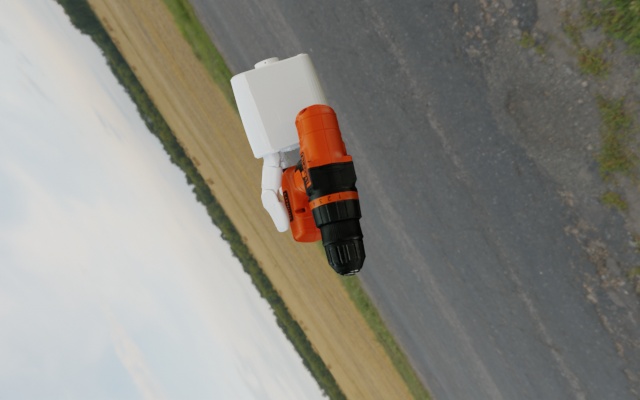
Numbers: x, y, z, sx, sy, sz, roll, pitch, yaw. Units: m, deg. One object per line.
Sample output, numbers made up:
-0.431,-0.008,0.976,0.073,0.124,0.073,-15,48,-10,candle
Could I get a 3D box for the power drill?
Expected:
0.000,0.002,0.568,0.057,0.184,0.188,-8,-10,-14,power drill
